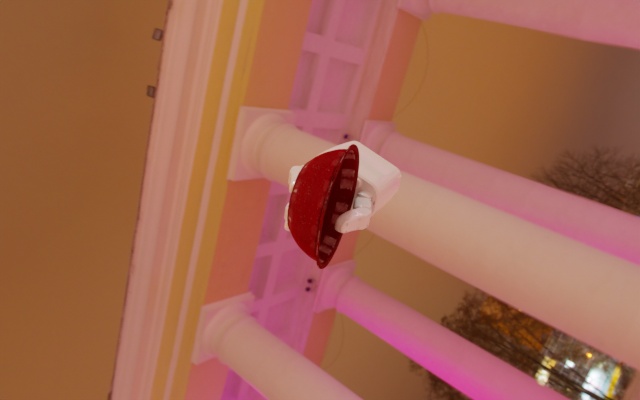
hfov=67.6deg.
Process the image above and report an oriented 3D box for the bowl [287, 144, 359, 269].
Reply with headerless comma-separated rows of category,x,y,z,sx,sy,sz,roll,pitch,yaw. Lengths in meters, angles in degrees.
bowl,-0.001,0.002,0.604,0.055,0.162,0.162,15,3,13
